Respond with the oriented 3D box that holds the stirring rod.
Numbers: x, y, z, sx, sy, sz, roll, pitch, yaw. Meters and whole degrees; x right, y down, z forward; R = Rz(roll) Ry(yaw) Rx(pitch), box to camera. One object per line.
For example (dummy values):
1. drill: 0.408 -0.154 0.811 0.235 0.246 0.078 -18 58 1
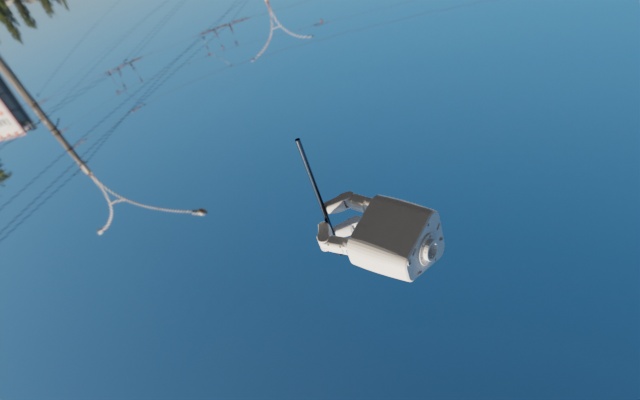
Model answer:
1. stirring rod: 0.000 0.003 0.776 0.011 0.240 0.011 -13 35 10
